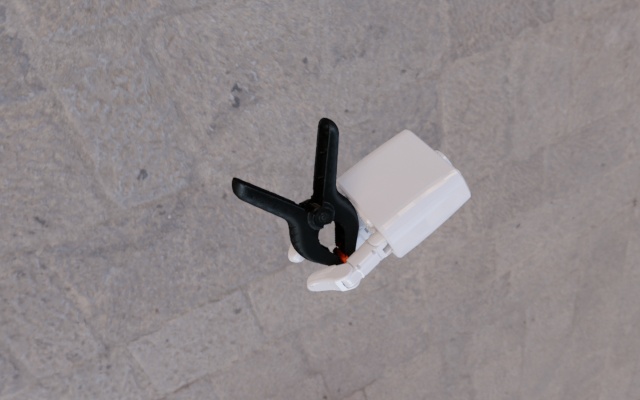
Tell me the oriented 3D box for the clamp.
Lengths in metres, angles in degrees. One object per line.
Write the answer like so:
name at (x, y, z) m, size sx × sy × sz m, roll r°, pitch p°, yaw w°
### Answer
clamp at (0.000, 0.002, 0.500) m, size 0.120 × 0.171 × 0.039 m, roll -39°, pitch 36°, yaw -2°
